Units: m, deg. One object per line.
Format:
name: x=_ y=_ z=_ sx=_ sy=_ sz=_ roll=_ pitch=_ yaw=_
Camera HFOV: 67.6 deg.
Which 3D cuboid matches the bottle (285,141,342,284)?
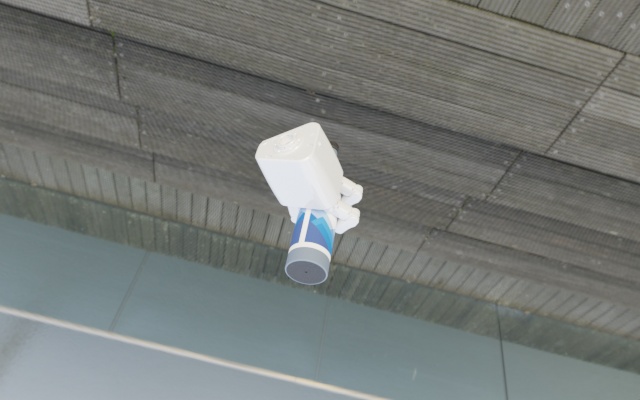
bottle: x=0.000 y=0.003 z=0.826 sx=0.069 sy=0.295 sz=0.069 roll=6 pitch=-42 yaw=6
